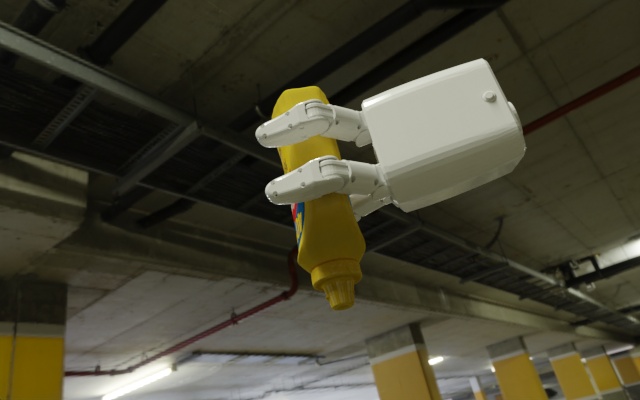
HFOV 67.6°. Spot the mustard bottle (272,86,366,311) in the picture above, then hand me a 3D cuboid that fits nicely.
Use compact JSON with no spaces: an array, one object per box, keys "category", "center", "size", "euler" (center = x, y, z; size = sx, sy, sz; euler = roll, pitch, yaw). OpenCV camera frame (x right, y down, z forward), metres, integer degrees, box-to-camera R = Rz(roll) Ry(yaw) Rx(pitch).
[{"category":"mustard bottle","center":[0.000,0.001,0.420],"size":[0.058,0.191,0.096],"euler":[-9,-28,-9]}]
